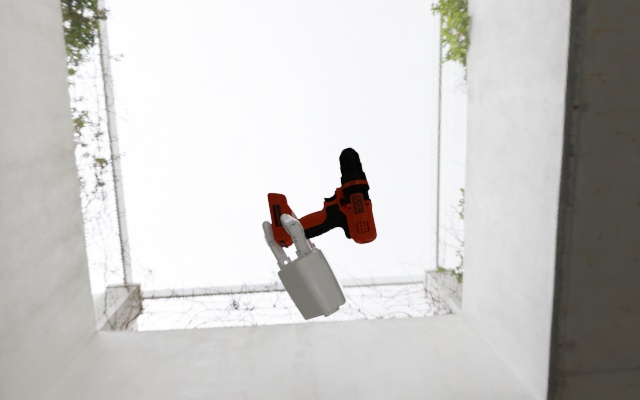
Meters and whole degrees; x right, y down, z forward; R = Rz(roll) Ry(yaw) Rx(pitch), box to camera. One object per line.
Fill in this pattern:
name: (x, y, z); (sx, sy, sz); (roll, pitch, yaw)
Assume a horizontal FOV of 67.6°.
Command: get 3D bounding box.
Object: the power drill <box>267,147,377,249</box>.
power drill: (0.000, 0.003, 0.874); (0.187, 0.184, 0.057); (-13, -19, 8)
